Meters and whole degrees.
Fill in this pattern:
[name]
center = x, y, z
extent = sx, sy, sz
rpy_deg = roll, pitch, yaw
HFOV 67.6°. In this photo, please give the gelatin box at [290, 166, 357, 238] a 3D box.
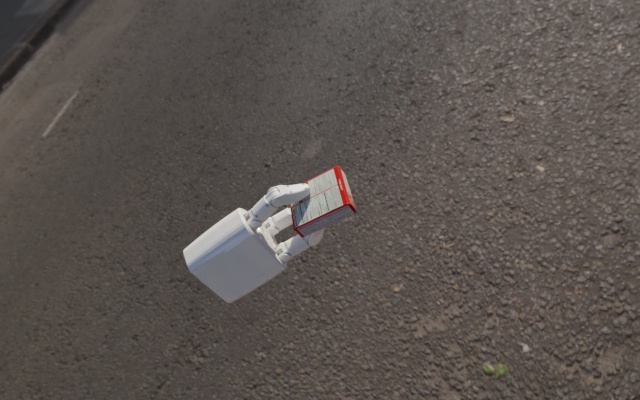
[gelatin box]
center = 0.000, 0.002, 0.678
extent = 0.089, 0.073, 0.030
rpy_deg = -27, -42, 16
